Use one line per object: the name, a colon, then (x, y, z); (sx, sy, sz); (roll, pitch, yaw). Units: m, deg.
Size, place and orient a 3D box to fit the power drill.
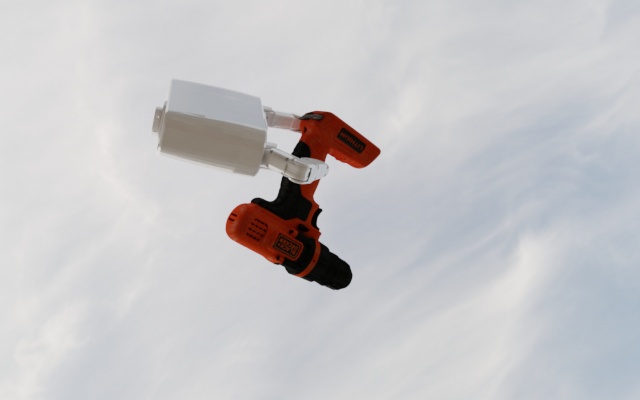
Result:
power drill: (0.000, 0.001, 0.580); (0.184, 0.187, 0.057); (33, -12, -33)
